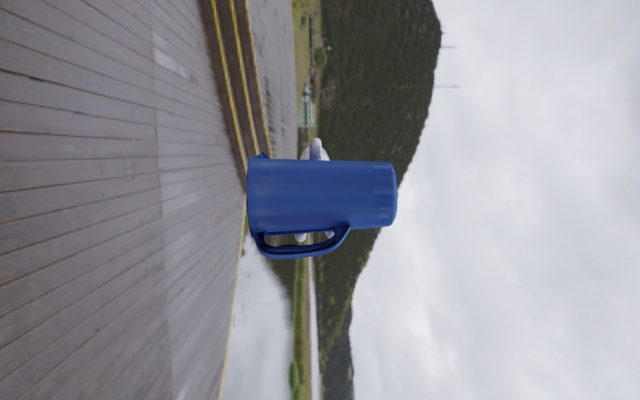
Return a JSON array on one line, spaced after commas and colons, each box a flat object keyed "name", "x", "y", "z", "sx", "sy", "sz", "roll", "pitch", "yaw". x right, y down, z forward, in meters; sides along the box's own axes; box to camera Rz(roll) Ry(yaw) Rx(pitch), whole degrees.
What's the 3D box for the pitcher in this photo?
[{"name": "pitcher", "x": 0.000, "y": 0.002, "z": 0.788, "sx": 0.243, "sy": 0.149, "sz": 0.145, "roll": -1, "pitch": 18, "yaw": -2}]
